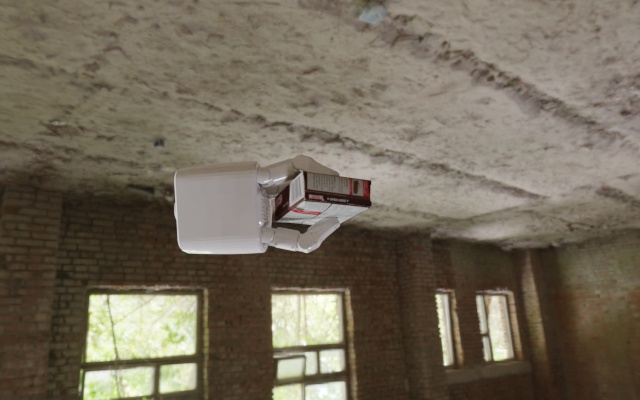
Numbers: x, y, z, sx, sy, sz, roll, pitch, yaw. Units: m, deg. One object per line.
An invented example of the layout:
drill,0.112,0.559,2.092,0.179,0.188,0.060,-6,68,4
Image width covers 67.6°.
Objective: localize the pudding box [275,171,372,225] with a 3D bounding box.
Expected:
pudding box,0.000,0.002,0.602,0.090,0.039,0.113,6,-16,-22
